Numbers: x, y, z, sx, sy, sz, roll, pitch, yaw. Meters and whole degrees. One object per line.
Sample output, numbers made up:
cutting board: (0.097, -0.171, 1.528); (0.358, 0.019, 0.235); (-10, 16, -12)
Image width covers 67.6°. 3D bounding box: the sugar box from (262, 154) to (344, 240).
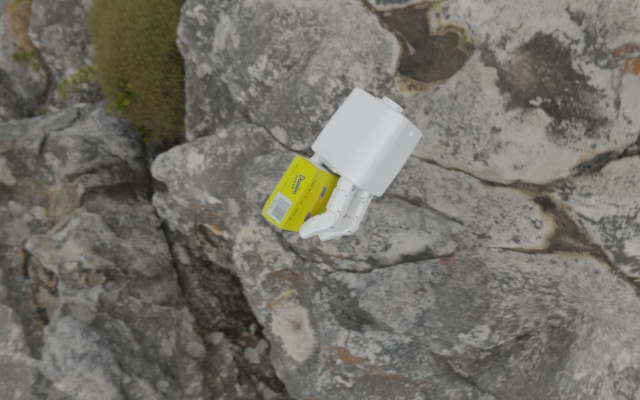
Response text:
sugar box: (0.001, 0.002, 0.678); (0.048, 0.093, 0.176); (38, 10, 30)
